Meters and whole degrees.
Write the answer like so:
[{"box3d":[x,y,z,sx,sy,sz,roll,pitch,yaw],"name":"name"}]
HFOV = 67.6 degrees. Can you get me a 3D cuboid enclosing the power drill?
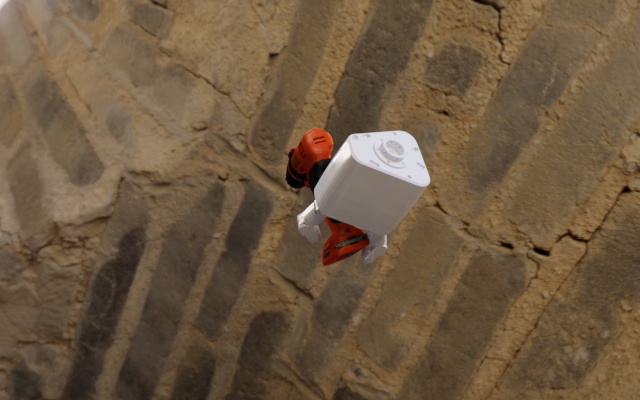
[{"box3d":[0.000,0.003,0.738,0.057,0.187,0.184,-20,-11,-17],"name":"power drill"}]
